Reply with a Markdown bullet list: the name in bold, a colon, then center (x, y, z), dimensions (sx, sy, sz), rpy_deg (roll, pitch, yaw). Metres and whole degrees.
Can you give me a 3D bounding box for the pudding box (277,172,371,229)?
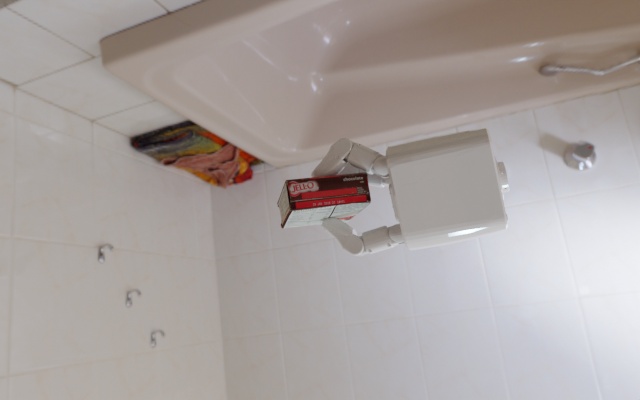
- **pudding box**: center (0.000, 0.002, 0.551), dimensions (0.090, 0.039, 0.113), rpy_deg (-5, -14, -11)
